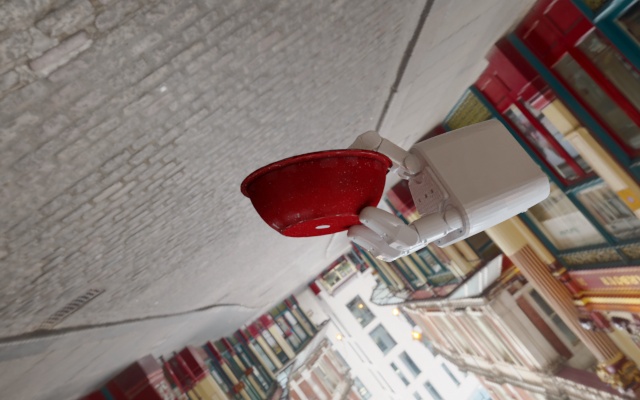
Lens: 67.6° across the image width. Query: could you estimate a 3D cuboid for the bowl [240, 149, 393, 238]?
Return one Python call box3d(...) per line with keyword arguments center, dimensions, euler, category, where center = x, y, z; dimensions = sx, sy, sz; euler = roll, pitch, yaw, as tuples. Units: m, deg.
box3d(center=(-0.001, 0.002, 0.497), dimensions=(0.162, 0.055, 0.162), euler=(-9, -15, -2), category="bowl")
